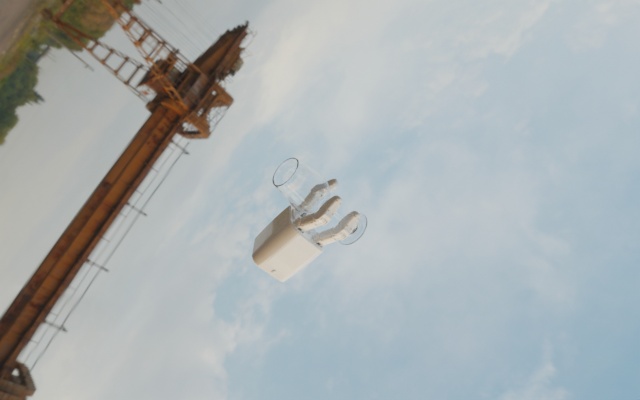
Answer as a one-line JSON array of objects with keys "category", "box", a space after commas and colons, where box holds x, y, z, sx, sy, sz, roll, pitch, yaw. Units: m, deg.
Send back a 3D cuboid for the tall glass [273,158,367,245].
[{"category": "tall glass", "box": [0.001, 0.003, 0.896, 0.079, 0.079, 0.201, 0, -33, 48]}]
